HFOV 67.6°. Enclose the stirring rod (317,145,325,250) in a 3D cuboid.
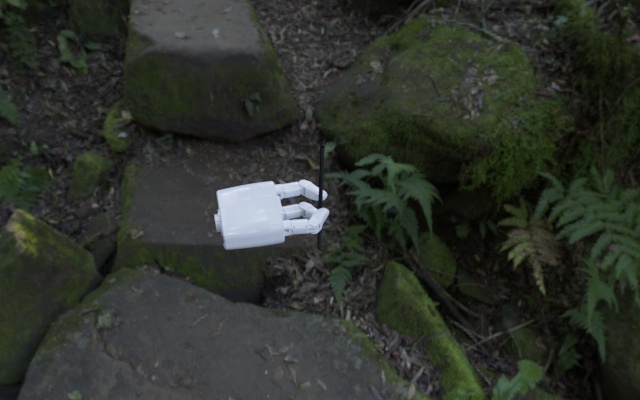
[{"bbox_3d":[0.000,0.003,0.875,0.011,0.240,0.011,1,40,-1],"label":"stirring rod"}]
